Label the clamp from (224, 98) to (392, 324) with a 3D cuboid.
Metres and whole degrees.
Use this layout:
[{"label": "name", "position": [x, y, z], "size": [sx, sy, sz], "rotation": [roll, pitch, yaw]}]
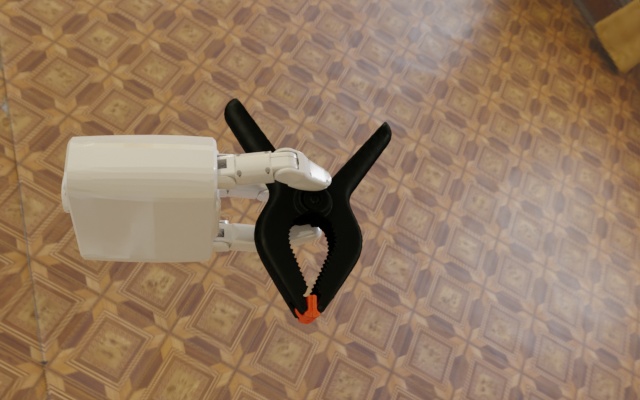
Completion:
[{"label": "clamp", "position": [0.000, 0.002, 0.428], "size": [0.164, 0.210, 0.036], "rotation": [0, -25, -15]}]
